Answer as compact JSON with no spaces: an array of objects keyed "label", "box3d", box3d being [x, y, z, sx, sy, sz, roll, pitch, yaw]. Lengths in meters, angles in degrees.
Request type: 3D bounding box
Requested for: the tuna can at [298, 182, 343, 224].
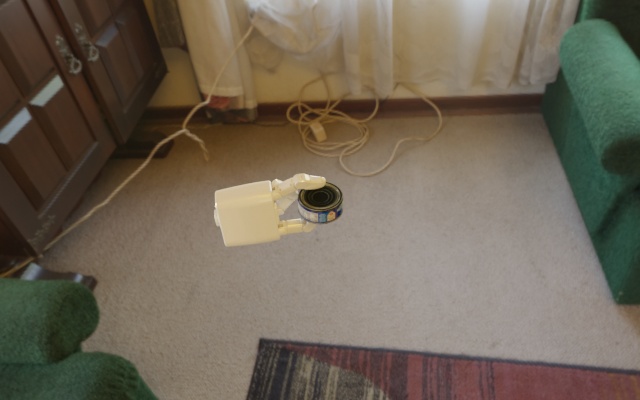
[{"label":"tuna can","box3d":[0.000,0.002,0.889,0.086,0.034,0.086,-1,42,1]}]
